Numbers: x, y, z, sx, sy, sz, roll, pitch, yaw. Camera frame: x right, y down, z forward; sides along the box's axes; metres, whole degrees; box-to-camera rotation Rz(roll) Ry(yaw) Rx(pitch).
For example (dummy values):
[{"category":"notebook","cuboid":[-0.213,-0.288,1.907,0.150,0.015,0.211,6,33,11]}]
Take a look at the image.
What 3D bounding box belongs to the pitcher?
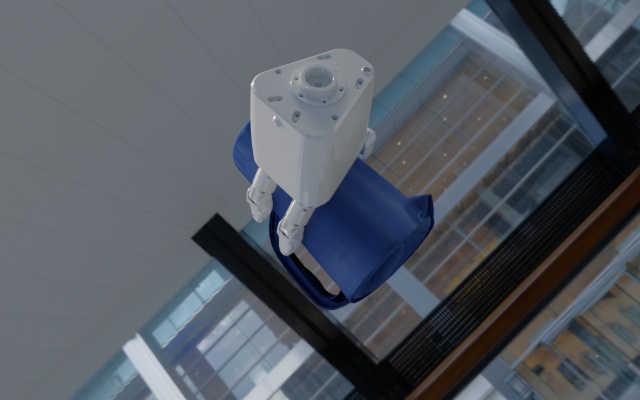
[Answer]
[{"category":"pitcher","cuboid":[0.000,0.002,0.576,0.149,0.242,0.145,-37,-22,-23]}]
